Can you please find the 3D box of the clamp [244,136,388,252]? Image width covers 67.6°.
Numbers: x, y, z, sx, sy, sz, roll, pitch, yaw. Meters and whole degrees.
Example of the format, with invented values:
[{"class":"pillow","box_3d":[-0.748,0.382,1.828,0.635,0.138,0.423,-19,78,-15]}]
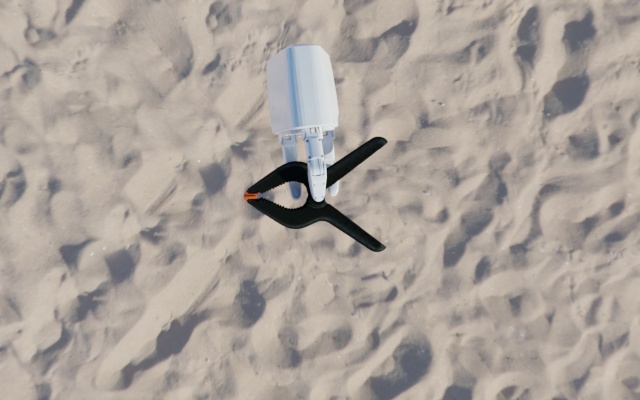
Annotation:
[{"class":"clamp","box_3d":[0.000,0.002,0.672,0.210,0.164,0.036,-7,4,-7]}]
